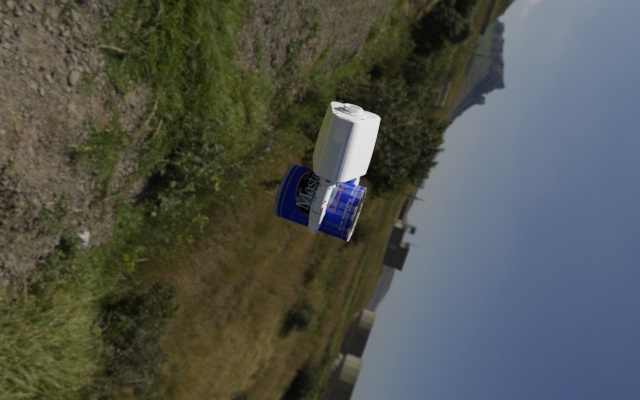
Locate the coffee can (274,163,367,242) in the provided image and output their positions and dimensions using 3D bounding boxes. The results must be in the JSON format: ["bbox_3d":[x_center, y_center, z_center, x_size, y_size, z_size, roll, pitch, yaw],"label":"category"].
[{"bbox_3d":[0.000,0.003,0.861,0.140,0.103,0.103,19,3,9],"label":"coffee can"}]
